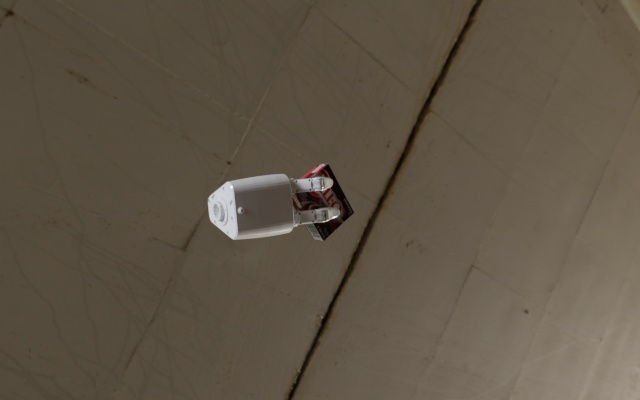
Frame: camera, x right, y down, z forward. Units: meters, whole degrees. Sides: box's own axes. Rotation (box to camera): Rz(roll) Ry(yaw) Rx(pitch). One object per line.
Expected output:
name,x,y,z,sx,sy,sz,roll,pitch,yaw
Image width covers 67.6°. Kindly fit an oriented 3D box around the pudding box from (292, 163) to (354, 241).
pudding box,0.000,0.003,0.866,0.090,0.113,0.039,-41,25,-29
